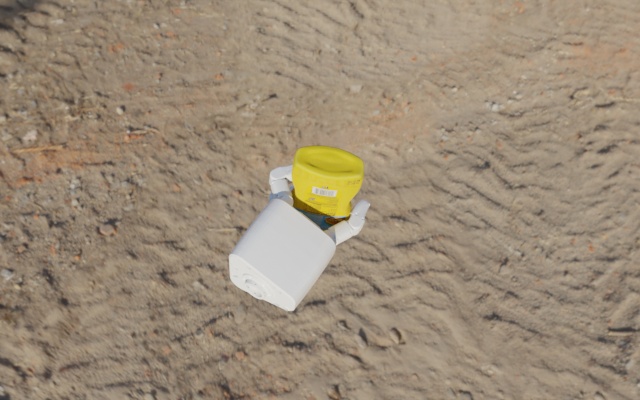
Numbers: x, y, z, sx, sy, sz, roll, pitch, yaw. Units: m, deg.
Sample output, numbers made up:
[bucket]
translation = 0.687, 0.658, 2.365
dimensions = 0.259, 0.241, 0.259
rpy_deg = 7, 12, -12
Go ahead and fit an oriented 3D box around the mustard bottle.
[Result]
[mustard bottle]
translation = 0.000, 0.002, 0.706
dimensions = 0.096, 0.058, 0.192
rpy_deg = 9, -36, -3
